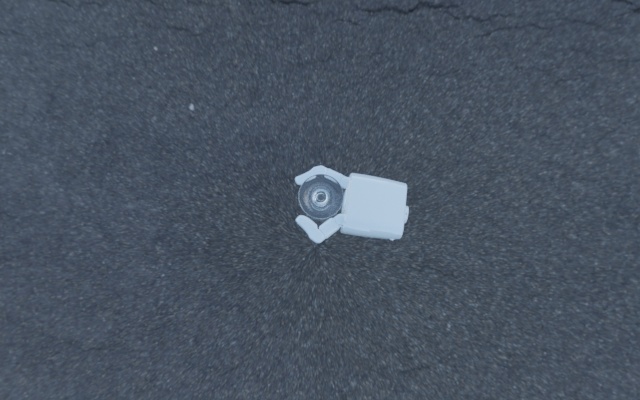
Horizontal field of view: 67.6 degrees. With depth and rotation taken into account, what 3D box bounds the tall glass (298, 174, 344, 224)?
[{"bbox_3d":[0.000,0.003,0.878,0.079,0.079,0.201,0,-5,-1],"label":"tall glass"}]
